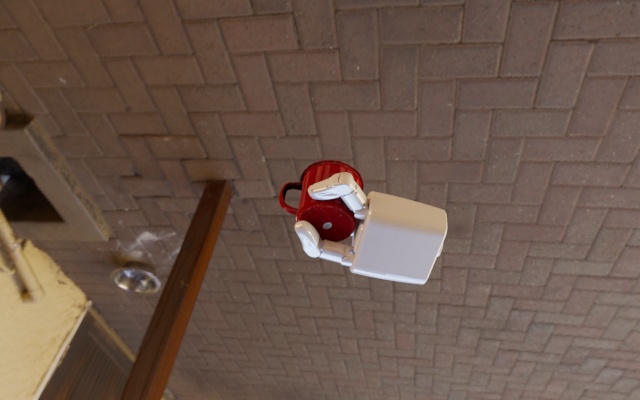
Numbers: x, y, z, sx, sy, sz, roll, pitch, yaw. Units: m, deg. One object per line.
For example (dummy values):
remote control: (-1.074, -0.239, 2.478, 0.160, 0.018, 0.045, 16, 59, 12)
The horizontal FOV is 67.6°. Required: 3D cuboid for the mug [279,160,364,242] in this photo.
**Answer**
mug: (-0.001, 0.002, 0.667, 0.117, 0.081, 0.093, 11, -43, -2)
